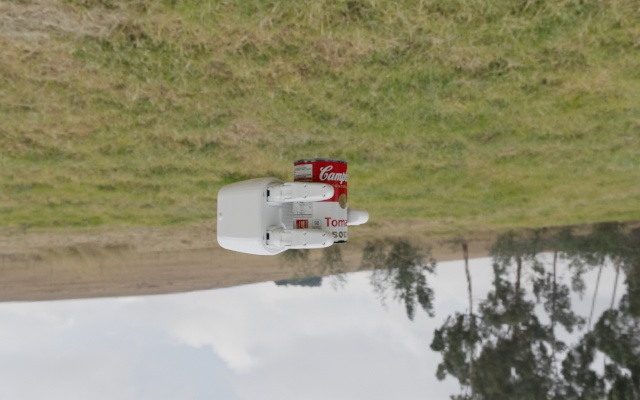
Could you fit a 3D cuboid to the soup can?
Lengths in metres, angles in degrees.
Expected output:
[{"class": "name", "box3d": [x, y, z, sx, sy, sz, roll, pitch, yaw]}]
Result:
[{"class": "soup can", "box3d": [0.001, 0.002, 0.594, 0.068, 0.102, 0.068, 0, -3, 0]}]
